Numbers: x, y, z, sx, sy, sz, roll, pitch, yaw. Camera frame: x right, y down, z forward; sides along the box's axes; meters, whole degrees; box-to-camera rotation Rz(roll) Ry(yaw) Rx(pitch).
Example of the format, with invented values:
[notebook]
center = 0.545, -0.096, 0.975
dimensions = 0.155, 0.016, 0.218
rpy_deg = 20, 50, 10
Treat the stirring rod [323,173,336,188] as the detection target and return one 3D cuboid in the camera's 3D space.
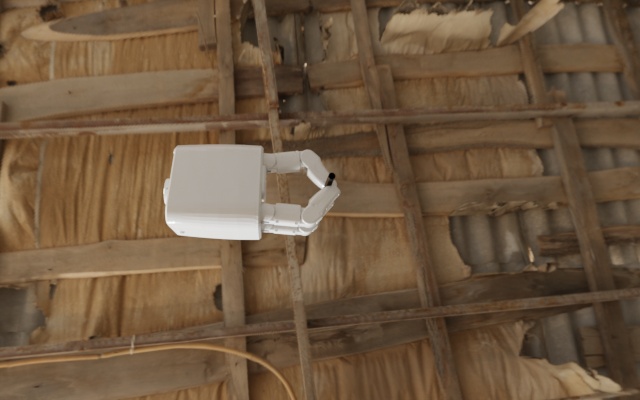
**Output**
[stirring rod]
center = 0.000, 0.002, 0.651
dimensions = 0.011, 0.011, 0.239
rpy_deg = 0, -14, -6
